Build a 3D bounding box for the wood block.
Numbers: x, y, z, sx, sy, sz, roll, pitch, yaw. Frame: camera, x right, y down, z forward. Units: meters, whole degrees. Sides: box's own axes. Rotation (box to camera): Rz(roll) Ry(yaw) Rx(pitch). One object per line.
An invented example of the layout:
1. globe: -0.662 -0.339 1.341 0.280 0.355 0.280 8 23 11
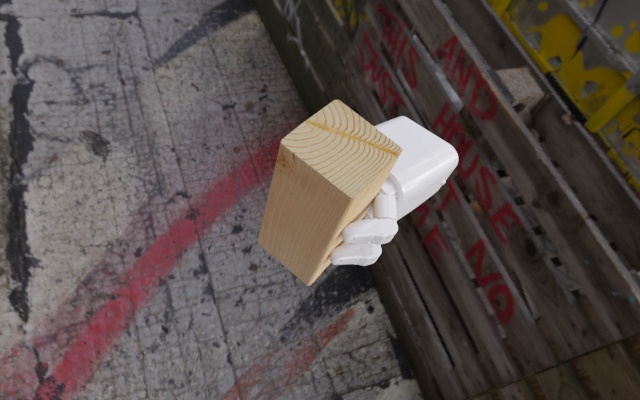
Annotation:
1. wood block: 0.000 0.001 0.540 0.090 0.091 0.206 -43 -14 -32
